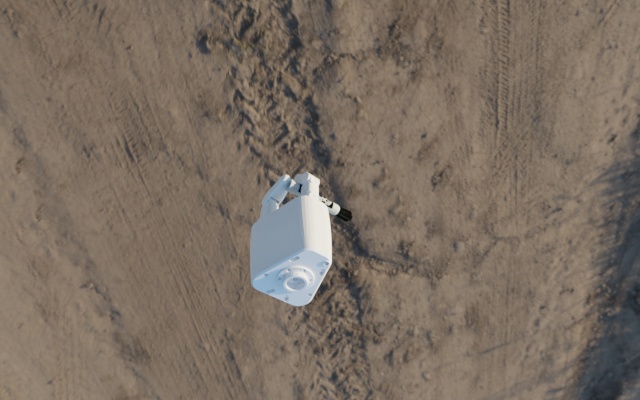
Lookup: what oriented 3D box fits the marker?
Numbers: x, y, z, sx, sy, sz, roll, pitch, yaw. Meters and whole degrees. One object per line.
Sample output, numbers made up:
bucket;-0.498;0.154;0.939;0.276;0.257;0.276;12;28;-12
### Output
marker;0.000;0.002;0.736;0.121;0.020;0.020;28;-13;-25
